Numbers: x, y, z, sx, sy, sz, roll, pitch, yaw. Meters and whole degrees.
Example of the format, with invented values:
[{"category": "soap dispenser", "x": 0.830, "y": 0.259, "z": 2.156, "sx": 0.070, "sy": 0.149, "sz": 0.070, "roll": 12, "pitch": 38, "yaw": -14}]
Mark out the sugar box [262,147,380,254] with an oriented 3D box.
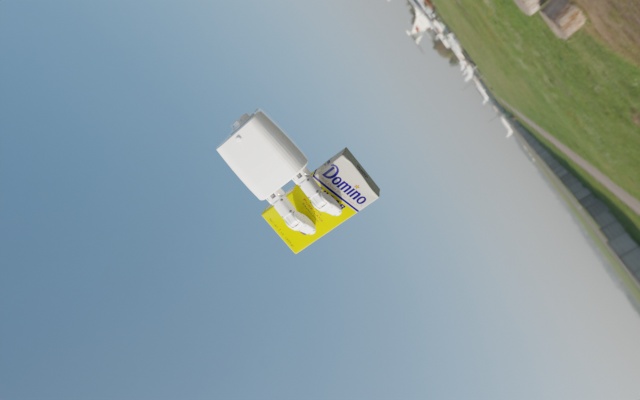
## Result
[{"category": "sugar box", "x": 0.000, "y": 0.003, "z": 0.781, "sx": 0.176, "sy": 0.093, "sz": 0.048, "roll": -36, "pitch": 13, "yaw": 22}]
